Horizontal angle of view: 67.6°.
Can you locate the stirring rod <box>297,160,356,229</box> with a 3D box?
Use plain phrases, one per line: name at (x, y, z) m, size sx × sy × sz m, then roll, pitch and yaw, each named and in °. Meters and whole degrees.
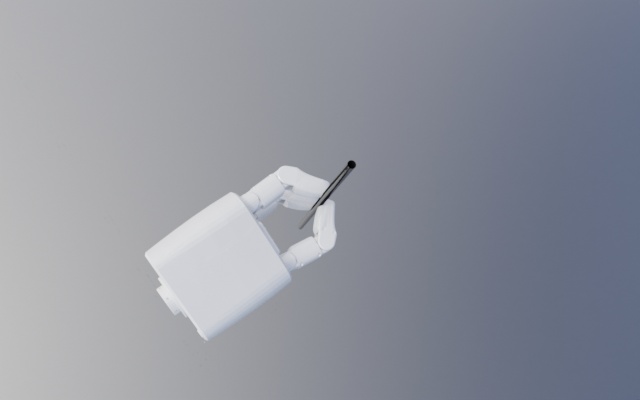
stirring rod at (0.000, 0.002, 0.531) m, size 0.011 × 0.011 × 0.239 m, roll 0°, pitch -16°, yaw -14°
